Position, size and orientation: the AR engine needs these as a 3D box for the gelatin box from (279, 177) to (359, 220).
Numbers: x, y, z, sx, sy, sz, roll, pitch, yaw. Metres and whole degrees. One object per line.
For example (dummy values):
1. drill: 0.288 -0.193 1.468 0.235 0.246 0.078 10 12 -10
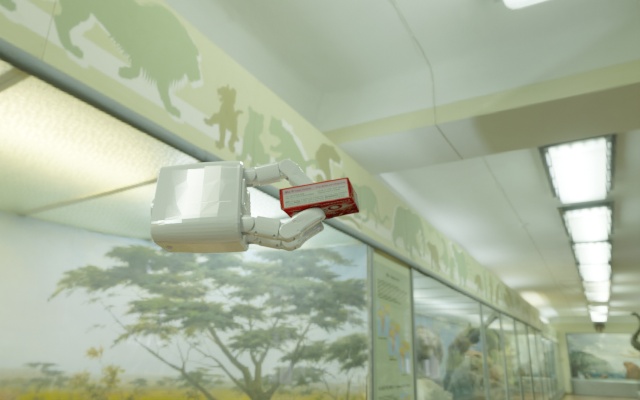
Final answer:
1. gelatin box: 0.000 0.001 0.603 0.089 0.030 0.073 -10 -18 9
